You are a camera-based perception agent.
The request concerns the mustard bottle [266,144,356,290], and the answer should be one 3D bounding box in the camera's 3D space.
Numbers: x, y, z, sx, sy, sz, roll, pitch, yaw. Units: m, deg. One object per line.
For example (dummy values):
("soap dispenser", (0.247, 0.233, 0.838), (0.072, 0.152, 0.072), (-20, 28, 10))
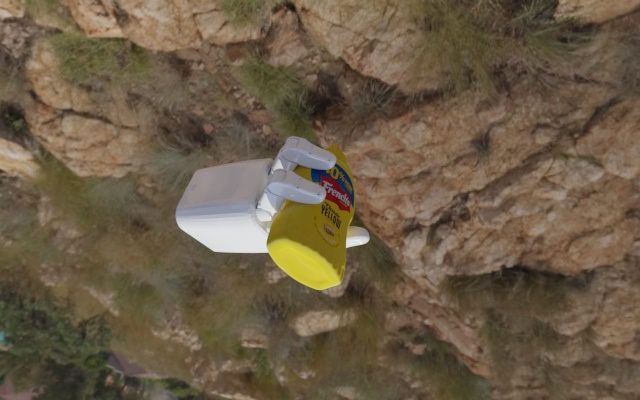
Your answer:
("mustard bottle", (0.000, 0.002, 0.564), (0.058, 0.191, 0.096), (-25, -55, 36))
